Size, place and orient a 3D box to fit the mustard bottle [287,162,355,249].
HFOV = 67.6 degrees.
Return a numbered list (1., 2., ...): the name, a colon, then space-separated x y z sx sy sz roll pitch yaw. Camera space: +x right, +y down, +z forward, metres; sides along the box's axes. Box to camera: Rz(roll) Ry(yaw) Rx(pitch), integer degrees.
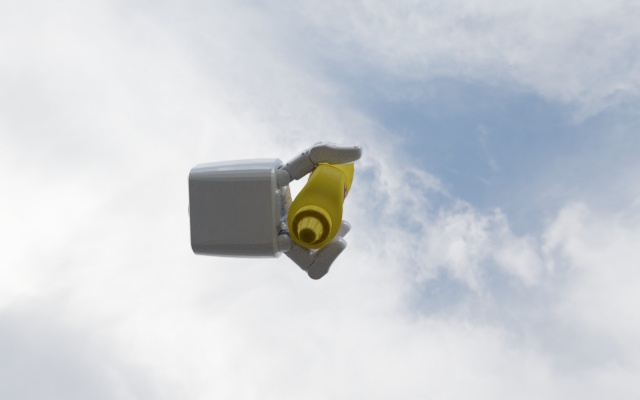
1. mustard bottle: 0.000 0.002 0.552 0.058 0.096 0.191 22 22 1
